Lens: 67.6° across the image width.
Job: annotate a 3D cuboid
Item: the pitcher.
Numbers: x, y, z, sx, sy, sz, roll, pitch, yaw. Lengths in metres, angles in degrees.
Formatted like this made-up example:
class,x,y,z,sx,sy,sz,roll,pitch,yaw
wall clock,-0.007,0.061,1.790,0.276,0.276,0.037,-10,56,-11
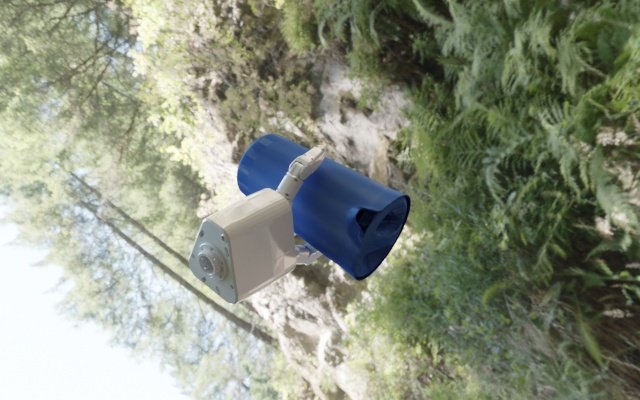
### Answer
class,x,y,z,sx,sy,sz,roll,pitch,yaw
pitcher,0.000,0.002,0.701,0.242,0.149,0.145,31,39,26
